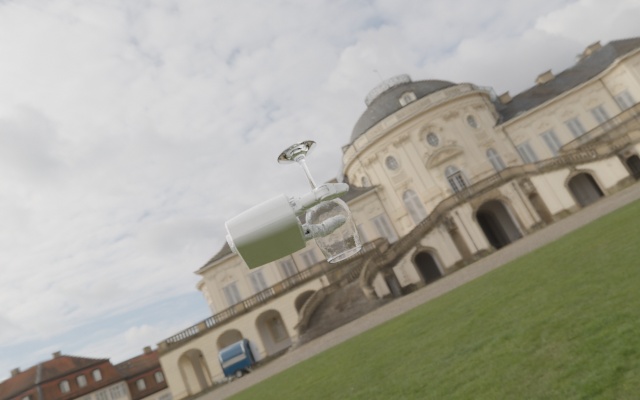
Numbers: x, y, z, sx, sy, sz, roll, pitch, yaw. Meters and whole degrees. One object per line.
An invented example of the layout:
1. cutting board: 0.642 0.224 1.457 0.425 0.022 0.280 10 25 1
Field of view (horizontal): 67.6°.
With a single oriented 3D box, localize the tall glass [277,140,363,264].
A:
1. tall glass: 0.000 0.002 0.801 0.079 0.201 0.079 -24 -16 -7
